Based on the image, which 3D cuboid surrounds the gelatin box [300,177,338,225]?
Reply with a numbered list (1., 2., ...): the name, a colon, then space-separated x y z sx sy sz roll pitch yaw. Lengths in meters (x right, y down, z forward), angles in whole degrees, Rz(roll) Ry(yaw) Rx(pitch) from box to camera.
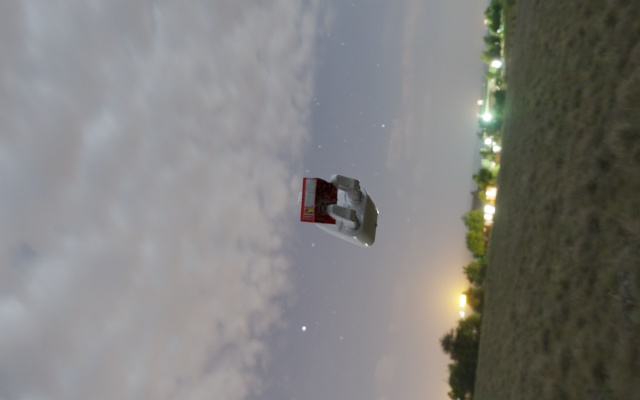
1. gelatin box: 0.000 0.003 0.806 0.030 0.073 0.089 2 -5 26
